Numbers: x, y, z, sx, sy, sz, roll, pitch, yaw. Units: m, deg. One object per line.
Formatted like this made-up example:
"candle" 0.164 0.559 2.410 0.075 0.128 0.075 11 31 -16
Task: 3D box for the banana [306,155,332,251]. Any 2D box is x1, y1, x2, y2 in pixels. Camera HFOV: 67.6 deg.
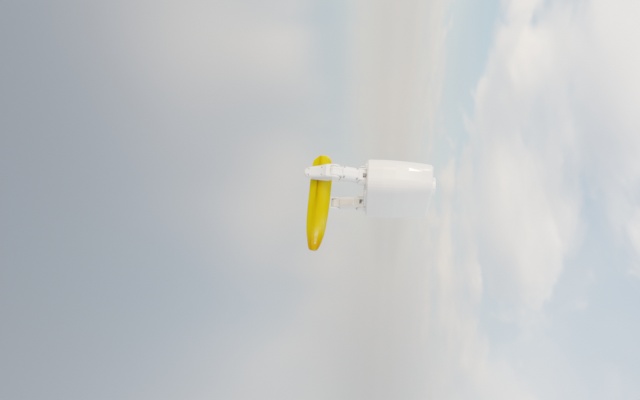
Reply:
"banana" 0.000 -0.012 0.807 0.037 0.197 0.070 3 -39 4
